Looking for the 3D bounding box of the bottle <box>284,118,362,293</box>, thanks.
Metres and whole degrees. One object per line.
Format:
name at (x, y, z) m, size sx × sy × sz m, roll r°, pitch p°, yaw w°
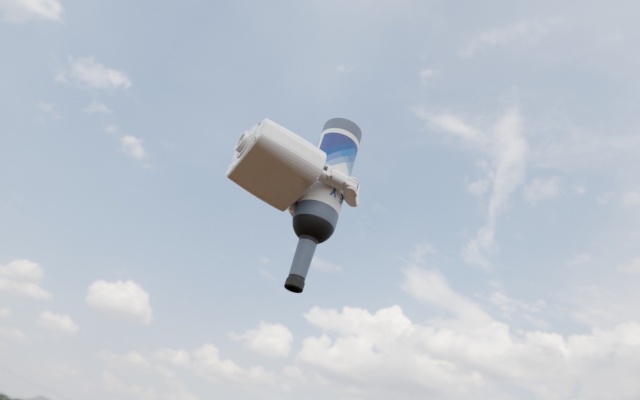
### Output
bottle at (0.000, 0.002, 0.733) m, size 0.069 × 0.295 × 0.069 m, roll 13°, pitch -32°, yaw 8°
